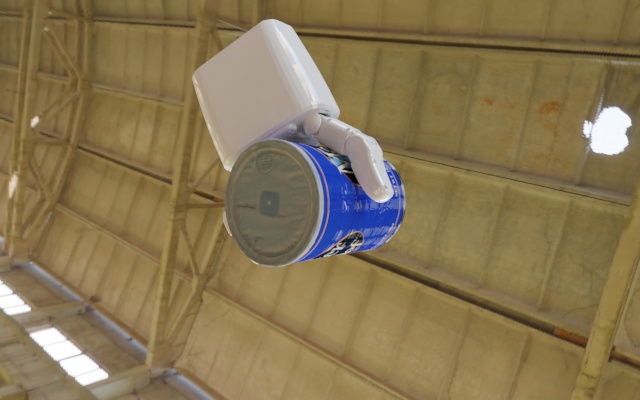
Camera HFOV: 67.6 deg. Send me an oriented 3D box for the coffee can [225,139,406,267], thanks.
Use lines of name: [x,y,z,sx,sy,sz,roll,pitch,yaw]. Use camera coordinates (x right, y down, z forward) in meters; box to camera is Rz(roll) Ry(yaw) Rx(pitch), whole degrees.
coffee can: [0.000,0.002,0.435,0.103,0.103,0.140,0,0,37]
